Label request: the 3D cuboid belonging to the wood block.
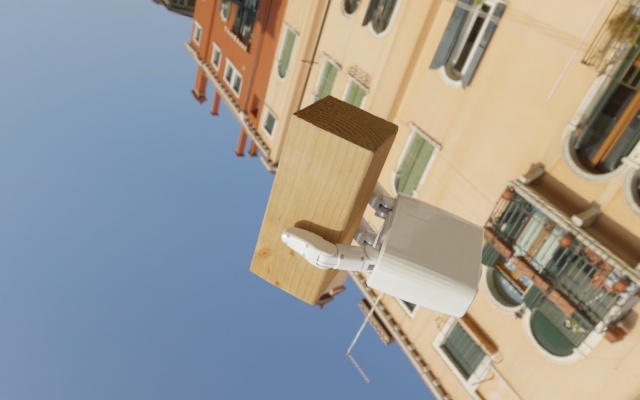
[{"bbox_3d":[0.000,0.002,0.534,0.090,0.206,0.090,27,32,13],"label":"wood block"}]
